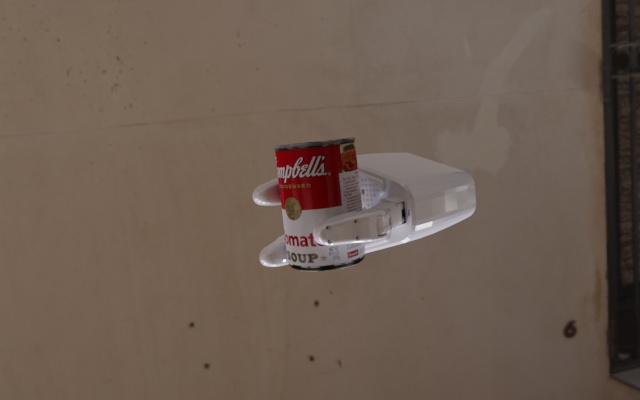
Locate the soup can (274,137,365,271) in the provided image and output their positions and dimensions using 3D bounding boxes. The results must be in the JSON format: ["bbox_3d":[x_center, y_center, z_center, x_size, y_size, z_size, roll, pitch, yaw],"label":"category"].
[{"bbox_3d":[0.000,0.002,0.402,0.068,0.102,0.068,-6,7,1],"label":"soup can"}]
